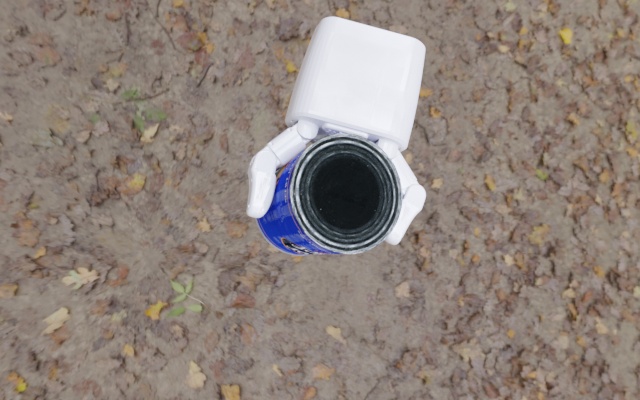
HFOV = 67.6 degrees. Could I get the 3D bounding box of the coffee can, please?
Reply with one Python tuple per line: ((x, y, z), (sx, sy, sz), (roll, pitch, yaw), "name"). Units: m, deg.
((0.000, 0.002, 0.463), (0.103, 0.103, 0.140), (0, -6, -20), "coffee can")
